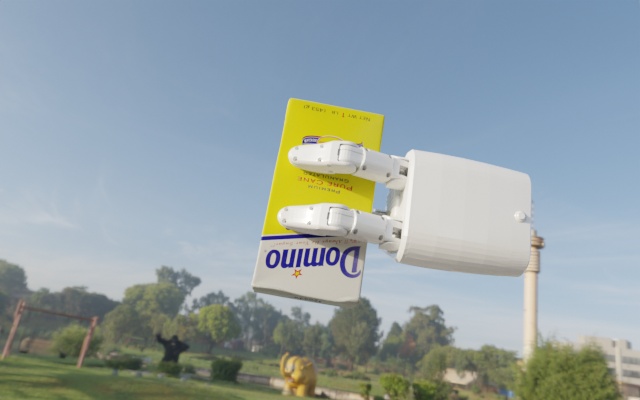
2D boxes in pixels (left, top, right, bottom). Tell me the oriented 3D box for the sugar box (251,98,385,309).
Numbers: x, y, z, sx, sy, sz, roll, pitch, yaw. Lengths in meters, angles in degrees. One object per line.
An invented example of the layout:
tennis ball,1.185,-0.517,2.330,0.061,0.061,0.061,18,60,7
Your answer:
sugar box,0.000,0.001,0.431,0.093,0.176,0.048,9,-19,-2
